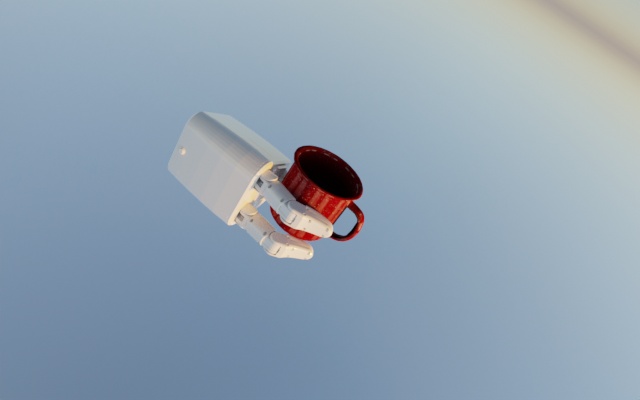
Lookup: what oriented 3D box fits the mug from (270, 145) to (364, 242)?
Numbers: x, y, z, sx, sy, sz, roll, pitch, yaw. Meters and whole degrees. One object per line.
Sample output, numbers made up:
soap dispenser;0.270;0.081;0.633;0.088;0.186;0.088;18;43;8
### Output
mug;0.001;0.003;0.574;0.117;0.081;0.093;40;32;7
